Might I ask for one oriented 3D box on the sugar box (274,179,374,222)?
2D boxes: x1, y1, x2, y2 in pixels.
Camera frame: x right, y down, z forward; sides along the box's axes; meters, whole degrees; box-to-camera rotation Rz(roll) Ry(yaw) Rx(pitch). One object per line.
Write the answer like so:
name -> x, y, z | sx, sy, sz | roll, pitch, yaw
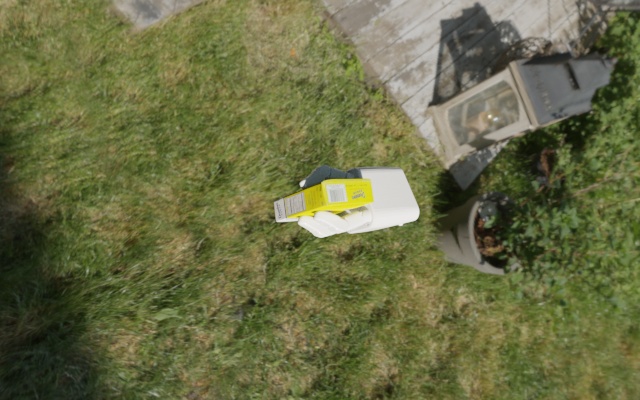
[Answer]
sugar box -> 0.000, 0.003, 0.809 | 0.093, 0.048, 0.176 | -3, -11, -31
